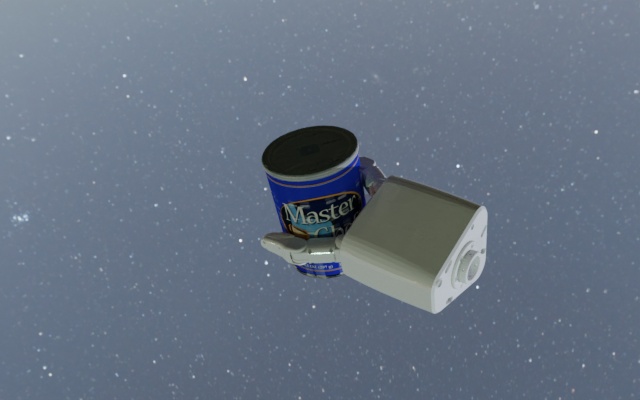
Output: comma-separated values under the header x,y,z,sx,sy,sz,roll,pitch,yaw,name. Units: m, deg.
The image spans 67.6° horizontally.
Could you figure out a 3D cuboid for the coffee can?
x,y,z,sx,sy,sz,roll,pitch,yaw,name
0.000,0.002,0.537,0.103,0.140,0.102,-8,35,6,coffee can
